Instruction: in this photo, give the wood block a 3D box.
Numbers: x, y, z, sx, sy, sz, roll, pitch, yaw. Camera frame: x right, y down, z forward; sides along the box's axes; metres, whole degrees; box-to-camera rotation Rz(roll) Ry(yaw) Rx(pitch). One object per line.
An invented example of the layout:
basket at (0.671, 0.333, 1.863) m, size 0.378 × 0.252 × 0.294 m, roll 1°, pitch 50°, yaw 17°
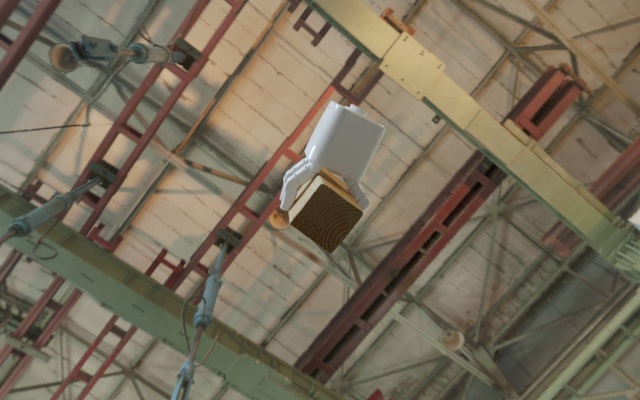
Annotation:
wood block at (0.001, 0.003, 0.870) m, size 0.091 × 0.090 × 0.206 m, roll 36°, pitch 9°, yaw -14°
